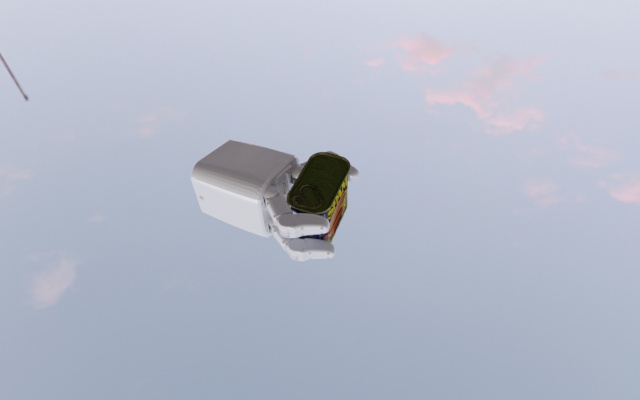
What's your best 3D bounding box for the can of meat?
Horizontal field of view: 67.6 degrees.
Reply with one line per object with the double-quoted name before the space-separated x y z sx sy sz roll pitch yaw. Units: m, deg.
"can of meat" 0.000 0.002 0.628 0.057 0.102 0.084 16 -38 15
